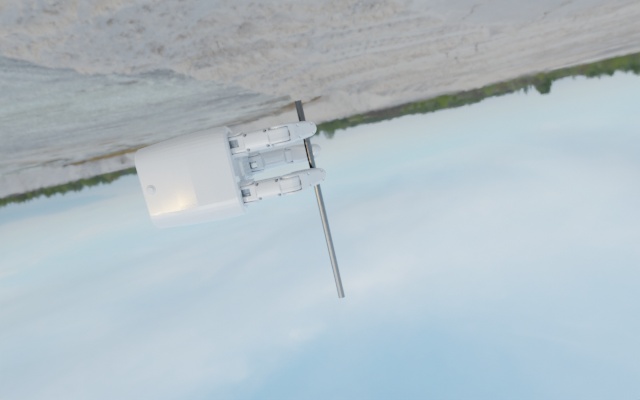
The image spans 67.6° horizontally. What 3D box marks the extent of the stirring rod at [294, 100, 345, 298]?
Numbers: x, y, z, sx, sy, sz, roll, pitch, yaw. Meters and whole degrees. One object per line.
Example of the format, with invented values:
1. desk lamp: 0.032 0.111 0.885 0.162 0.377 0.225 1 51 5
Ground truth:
1. stirring rod: 0.000 0.002 0.565 0.011 0.239 0.011 -12 9 2
